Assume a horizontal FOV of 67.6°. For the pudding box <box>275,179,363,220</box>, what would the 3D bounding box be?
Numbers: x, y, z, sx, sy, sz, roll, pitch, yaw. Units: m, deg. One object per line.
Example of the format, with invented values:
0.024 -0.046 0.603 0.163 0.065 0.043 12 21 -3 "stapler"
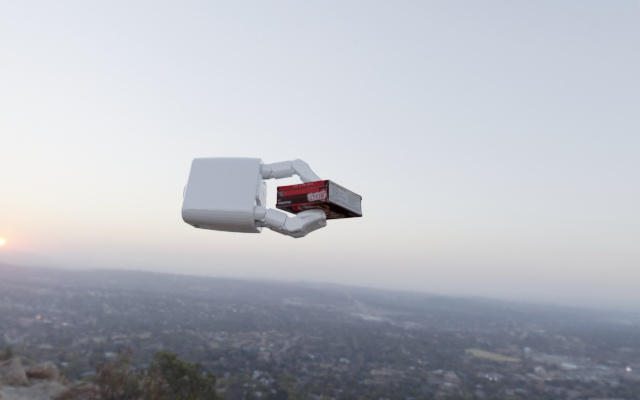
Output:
0.000 0.002 0.717 0.090 0.039 0.113 -5 -13 30 "pudding box"
